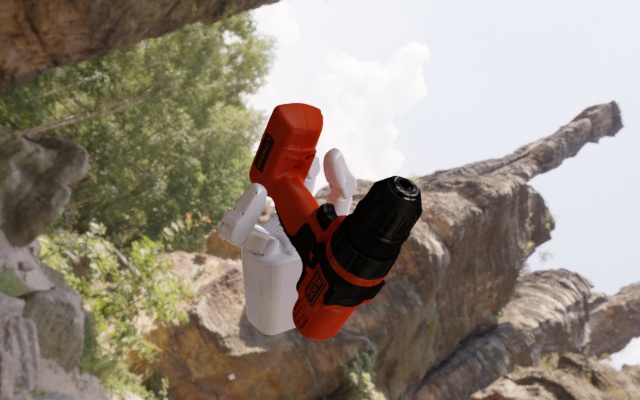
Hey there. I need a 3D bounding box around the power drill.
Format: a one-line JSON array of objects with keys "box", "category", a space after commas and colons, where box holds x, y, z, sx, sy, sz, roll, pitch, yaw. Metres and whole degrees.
[{"box": [0.000, 0.001, 0.413, 0.057, 0.187, 0.184, 1, -43, -30], "category": "power drill"}]
